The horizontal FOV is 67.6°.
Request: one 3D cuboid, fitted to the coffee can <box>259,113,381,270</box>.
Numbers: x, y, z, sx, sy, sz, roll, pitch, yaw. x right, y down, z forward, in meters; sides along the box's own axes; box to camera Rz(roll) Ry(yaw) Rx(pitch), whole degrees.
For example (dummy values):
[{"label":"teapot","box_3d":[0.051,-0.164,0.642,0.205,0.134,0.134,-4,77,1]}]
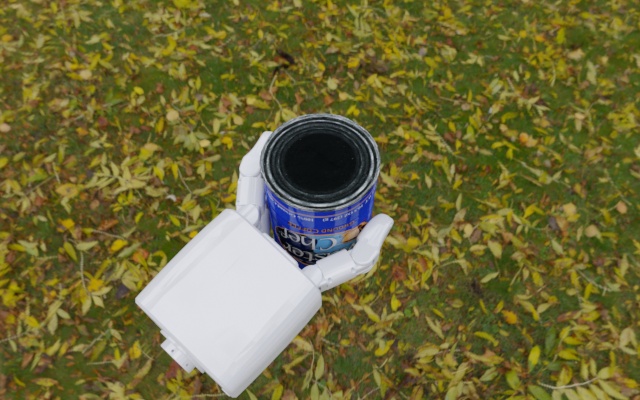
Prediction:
[{"label":"coffee can","box_3d":[0.000,0.002,0.460,0.103,0.102,0.140,0,-32,0]}]
